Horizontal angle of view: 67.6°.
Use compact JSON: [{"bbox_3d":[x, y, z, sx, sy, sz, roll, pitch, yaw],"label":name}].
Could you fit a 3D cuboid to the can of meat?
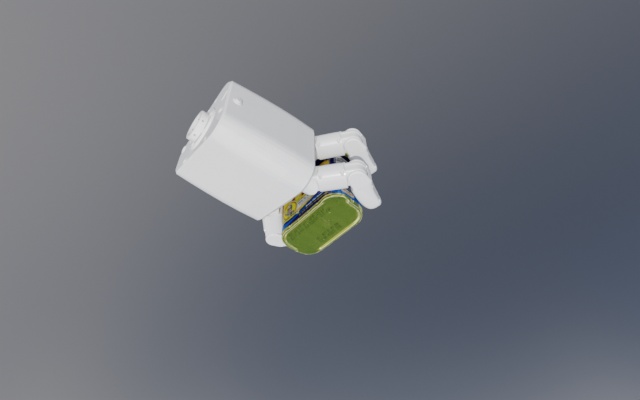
[{"bbox_3d":[0.000,0.002,0.545,0.057,0.083,0.102,33,-57,-27],"label":"can of meat"}]
